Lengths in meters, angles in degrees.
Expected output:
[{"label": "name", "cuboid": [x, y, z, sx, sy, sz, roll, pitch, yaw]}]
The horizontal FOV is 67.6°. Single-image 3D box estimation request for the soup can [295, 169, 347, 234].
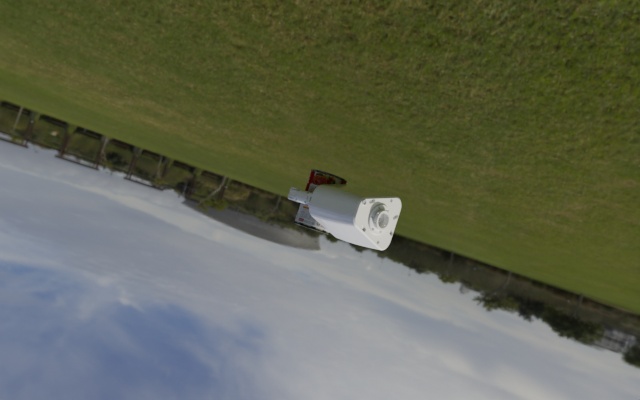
[{"label": "soup can", "cuboid": [0.000, 0.003, 0.858, 0.068, 0.102, 0.068, 18, -3, 1]}]
